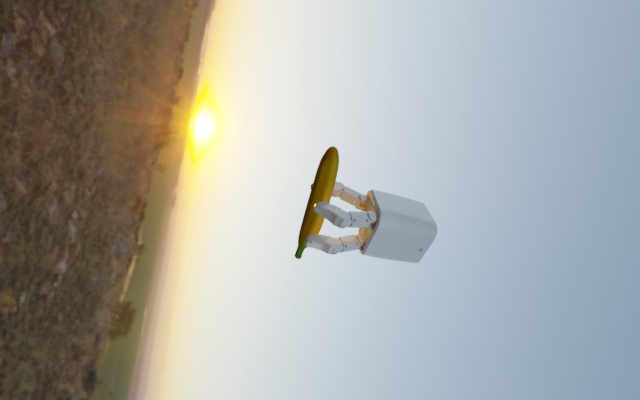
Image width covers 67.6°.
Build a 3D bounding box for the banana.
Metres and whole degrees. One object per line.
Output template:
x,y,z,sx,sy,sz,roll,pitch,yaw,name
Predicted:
-0.001,0.000,0.799,0.037,0.198,0.069,15,16,-6,banana
